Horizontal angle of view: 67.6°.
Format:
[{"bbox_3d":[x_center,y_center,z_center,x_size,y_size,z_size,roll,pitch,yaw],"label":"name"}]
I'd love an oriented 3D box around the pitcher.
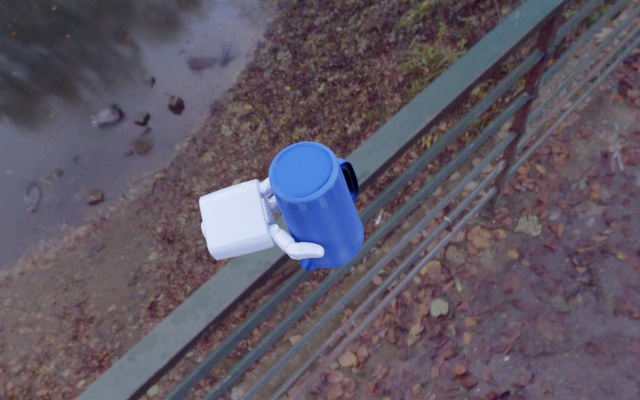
[{"bbox_3d":[0.000,0.003,0.807,0.145,0.149,0.243,-15,-31,3],"label":"pitcher"}]
